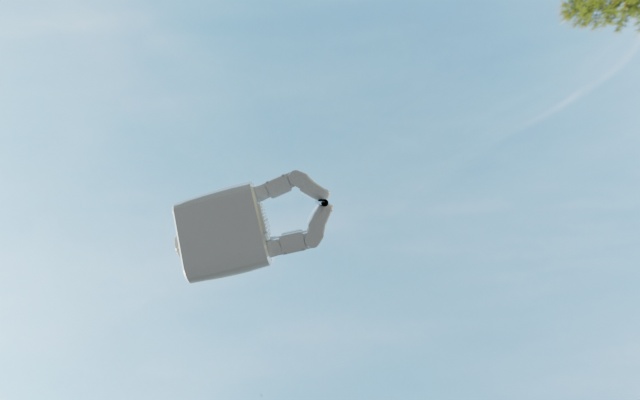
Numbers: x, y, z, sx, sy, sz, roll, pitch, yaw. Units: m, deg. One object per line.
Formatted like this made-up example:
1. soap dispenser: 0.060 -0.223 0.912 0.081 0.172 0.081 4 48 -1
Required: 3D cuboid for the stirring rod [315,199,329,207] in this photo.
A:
1. stirring rod: 0.000 0.002 0.623 0.011 0.011 0.239 0 0 -2
